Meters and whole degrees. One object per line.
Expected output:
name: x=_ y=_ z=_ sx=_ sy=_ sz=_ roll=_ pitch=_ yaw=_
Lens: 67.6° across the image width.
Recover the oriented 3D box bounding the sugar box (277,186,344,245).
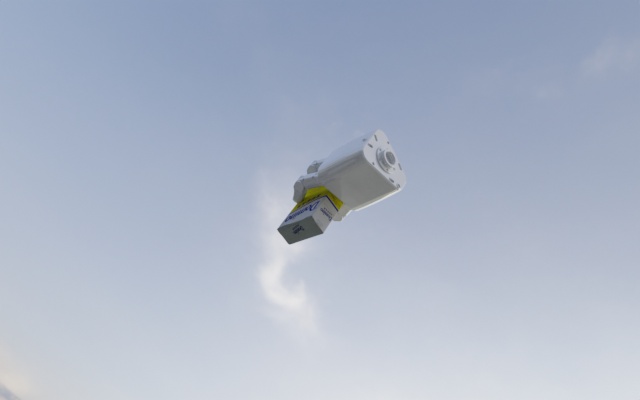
sugar box: x=0.000 y=0.002 z=0.887 sx=0.093 sy=0.048 sz=0.176 roll=-22 pitch=20 yaw=41
